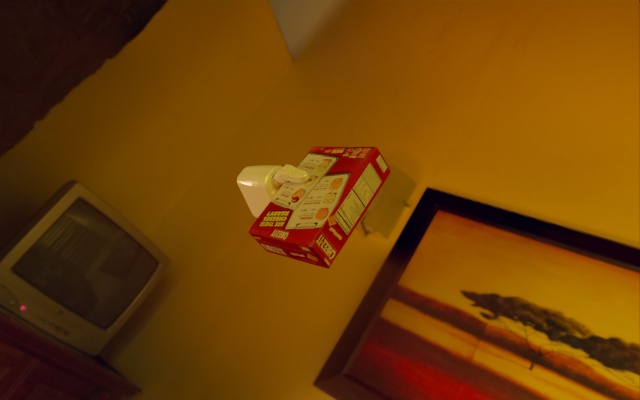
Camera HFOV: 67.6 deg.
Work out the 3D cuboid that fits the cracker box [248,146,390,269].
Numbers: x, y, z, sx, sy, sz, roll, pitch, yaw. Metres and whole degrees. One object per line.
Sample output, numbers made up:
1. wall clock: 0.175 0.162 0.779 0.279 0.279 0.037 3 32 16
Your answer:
1. cracker box: 0.000 0.002 0.828 0.164 0.213 0.072 7 -35 47
